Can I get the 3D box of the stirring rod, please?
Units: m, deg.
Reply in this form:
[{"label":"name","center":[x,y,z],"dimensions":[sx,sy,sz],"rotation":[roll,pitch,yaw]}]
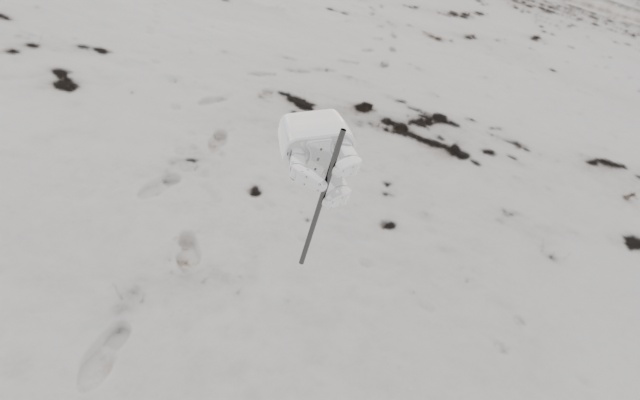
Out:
[{"label":"stirring rod","center":[0.000,0.002,0.707],"dimensions":[0.011,0.240,0.011],"rotation":[13,32,-8]}]
